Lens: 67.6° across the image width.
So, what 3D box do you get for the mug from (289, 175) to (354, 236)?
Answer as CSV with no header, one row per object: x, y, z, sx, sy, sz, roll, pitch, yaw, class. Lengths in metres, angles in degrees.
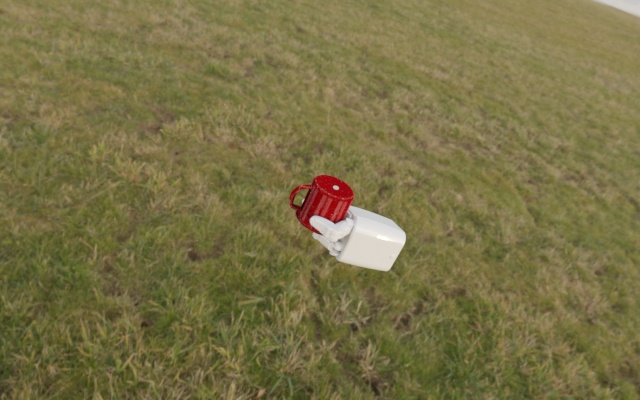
-0.001,0.002,0.880,0.117,0.081,0.093,16,29,-16,mug
